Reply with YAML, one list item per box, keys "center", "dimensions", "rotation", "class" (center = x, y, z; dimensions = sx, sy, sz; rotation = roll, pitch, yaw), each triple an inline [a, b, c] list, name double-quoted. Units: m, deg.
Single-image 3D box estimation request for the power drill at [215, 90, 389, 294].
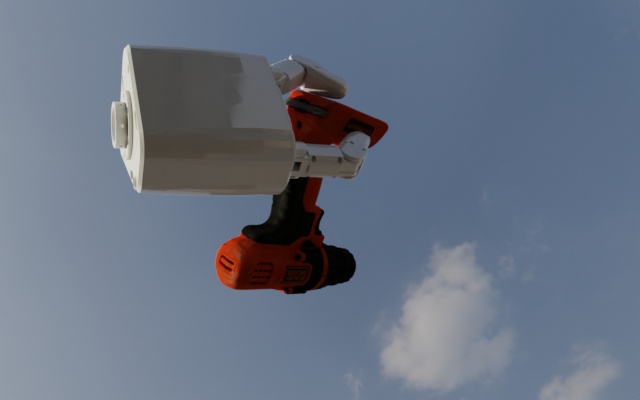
- center: [0.000, 0.001, 0.463]
  dimensions: [0.057, 0.187, 0.184]
  rotation: [24, 9, 36]
  class: "power drill"
